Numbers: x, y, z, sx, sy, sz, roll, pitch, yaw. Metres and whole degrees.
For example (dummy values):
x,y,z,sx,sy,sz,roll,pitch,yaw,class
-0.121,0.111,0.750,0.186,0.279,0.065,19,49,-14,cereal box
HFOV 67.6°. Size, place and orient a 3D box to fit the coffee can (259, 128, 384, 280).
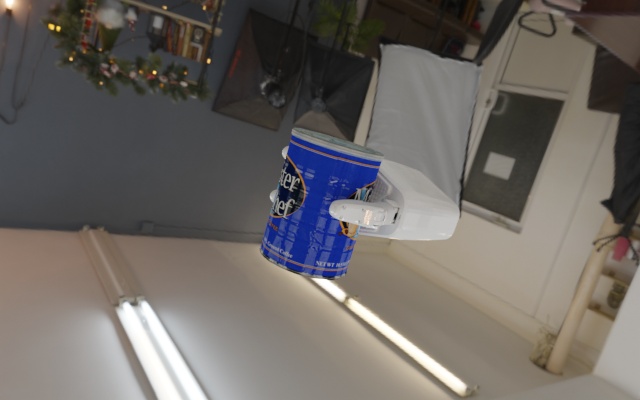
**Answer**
x,y,z,sx,sy,sz,roll,pitch,yaw,class
0.000,0.002,0.526,0.103,0.140,0.103,16,11,-3,coffee can
